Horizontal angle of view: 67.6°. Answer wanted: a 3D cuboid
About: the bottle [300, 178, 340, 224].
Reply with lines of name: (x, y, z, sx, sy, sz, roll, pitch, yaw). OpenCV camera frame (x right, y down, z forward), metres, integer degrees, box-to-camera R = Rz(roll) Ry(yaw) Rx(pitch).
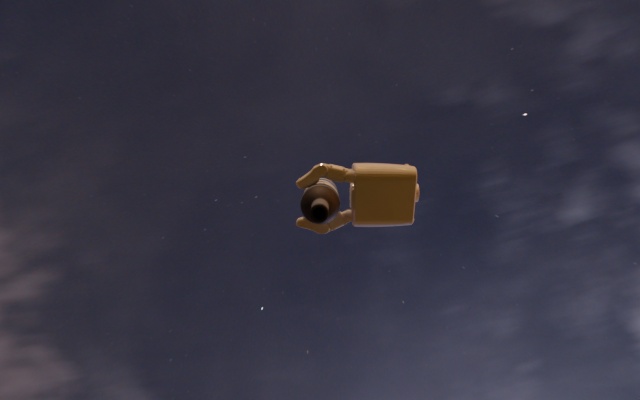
bottle: (0.000, 0.003, 0.830, 0.069, 0.069, 0.295, 0, 6, 1)
